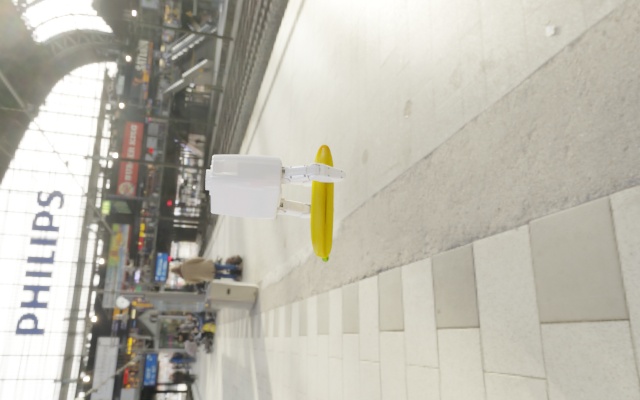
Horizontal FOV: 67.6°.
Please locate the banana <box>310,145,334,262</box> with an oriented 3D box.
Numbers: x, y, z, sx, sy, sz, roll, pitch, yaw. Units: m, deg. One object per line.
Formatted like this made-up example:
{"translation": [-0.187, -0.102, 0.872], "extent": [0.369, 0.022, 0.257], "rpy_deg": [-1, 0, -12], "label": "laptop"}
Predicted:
{"translation": [0.002, 0.008, 0.772], "extent": [0.037, 0.198, 0.069], "rpy_deg": [1, 5, -5], "label": "banana"}
